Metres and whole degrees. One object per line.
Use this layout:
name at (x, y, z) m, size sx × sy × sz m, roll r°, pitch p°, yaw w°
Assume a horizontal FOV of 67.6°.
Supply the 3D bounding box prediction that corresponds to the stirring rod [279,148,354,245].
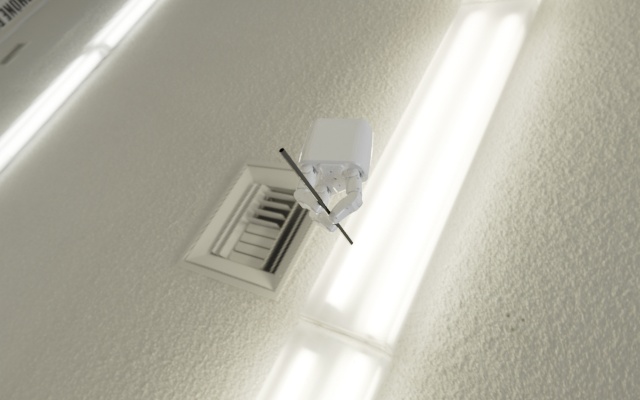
stirring rod at (0.000, 0.002, 0.723) m, size 0.011 × 0.011 × 0.240 m, roll 0°, pitch -36°, yaw 32°
